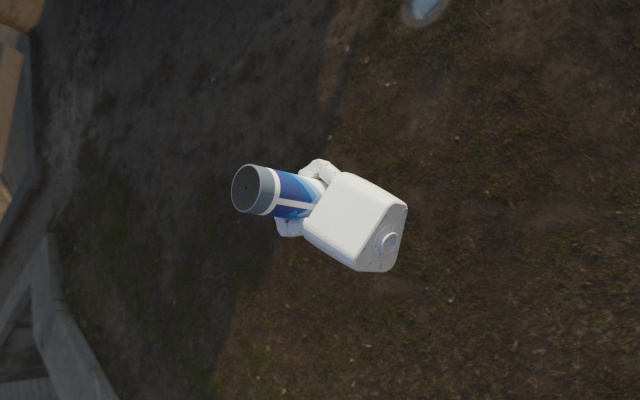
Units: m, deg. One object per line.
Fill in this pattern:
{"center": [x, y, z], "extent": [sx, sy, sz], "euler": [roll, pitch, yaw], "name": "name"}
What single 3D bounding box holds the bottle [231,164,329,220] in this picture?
{"center": [0.000, 0.002, 0.749], "extent": [0.069, 0.069, 0.296], "euler": [0, -8, 44], "name": "bottle"}
